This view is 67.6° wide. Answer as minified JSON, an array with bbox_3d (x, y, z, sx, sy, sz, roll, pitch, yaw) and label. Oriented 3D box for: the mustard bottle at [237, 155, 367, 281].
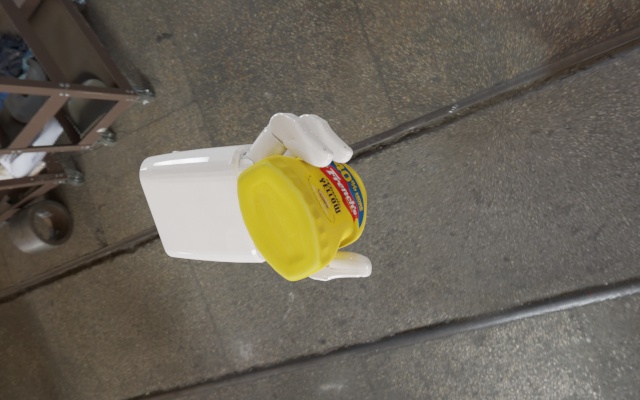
[{"bbox_3d":[0.000,0.001,0.444,0.058,0.096,0.191,-29,-2,22],"label":"mustard bottle"}]
